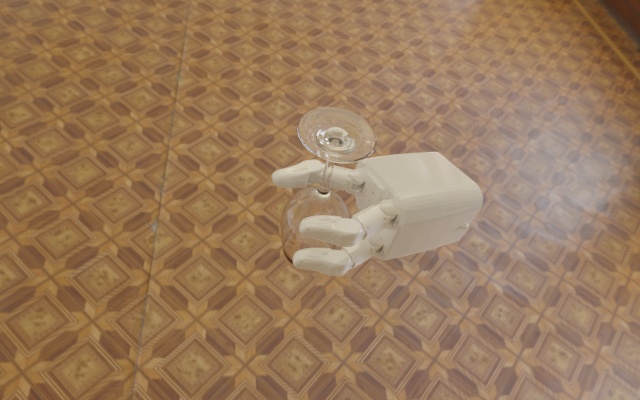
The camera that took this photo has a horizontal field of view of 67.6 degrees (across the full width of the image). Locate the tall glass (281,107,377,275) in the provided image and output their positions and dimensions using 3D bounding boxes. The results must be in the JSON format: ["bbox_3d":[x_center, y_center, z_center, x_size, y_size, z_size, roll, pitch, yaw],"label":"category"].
[{"bbox_3d":[0.000,0.001,0.513,0.079,0.079,0.201,0,-40,-12],"label":"tall glass"}]
